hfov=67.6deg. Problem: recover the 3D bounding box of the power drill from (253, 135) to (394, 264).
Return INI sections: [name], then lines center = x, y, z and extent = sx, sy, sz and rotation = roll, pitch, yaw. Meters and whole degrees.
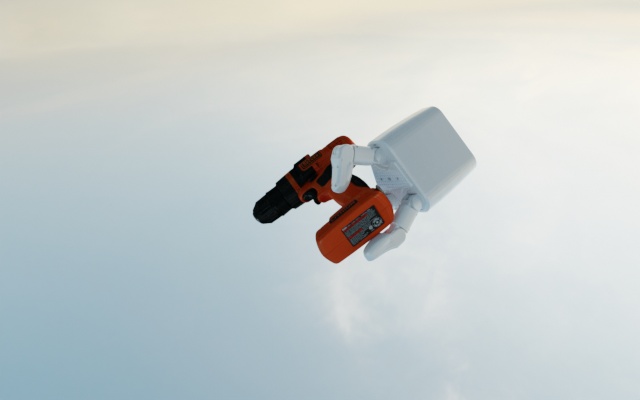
[power drill]
center = 0.001, 0.002, 0.650
extent = 0.057, 0.184, 0.187
rotation = 50, 2, -37
